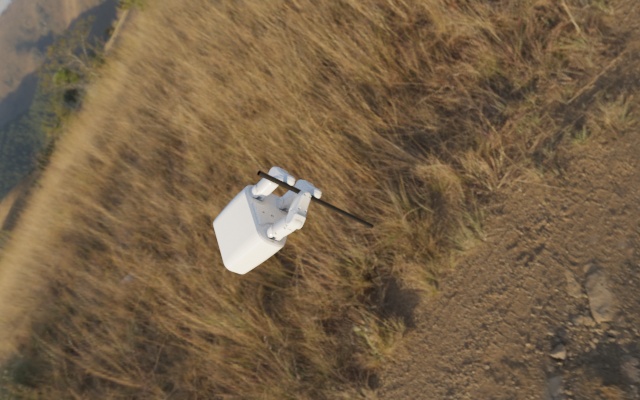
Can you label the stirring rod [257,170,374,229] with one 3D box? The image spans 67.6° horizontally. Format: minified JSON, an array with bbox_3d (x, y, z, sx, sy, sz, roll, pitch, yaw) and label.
[{"bbox_3d":[0.000,0.003,0.757,0.239,0.011,0.011,26,-15,-35],"label":"stirring rod"}]
